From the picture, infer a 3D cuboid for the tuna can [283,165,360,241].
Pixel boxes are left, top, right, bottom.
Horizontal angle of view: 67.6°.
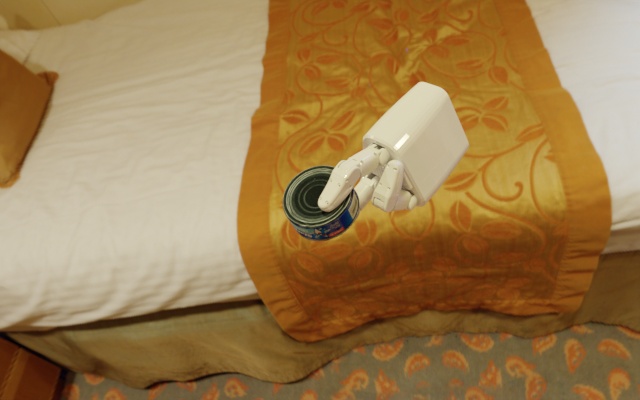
[{"bbox_3d":[0.000,0.002,0.554,0.086,0.086,0.034,0,-31,20],"label":"tuna can"}]
